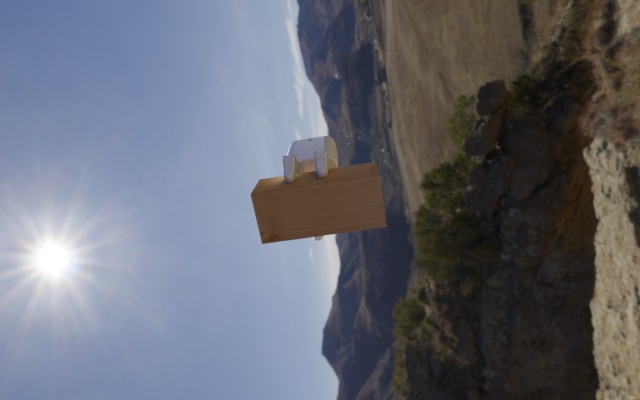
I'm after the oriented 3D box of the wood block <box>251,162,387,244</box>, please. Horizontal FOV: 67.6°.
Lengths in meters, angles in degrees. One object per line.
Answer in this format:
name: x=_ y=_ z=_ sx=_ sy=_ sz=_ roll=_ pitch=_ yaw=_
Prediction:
wood block: x=0.000 y=0.003 z=0.799 sx=0.206 sy=0.091 sz=0.090 roll=-8 pitch=19 yaw=6
